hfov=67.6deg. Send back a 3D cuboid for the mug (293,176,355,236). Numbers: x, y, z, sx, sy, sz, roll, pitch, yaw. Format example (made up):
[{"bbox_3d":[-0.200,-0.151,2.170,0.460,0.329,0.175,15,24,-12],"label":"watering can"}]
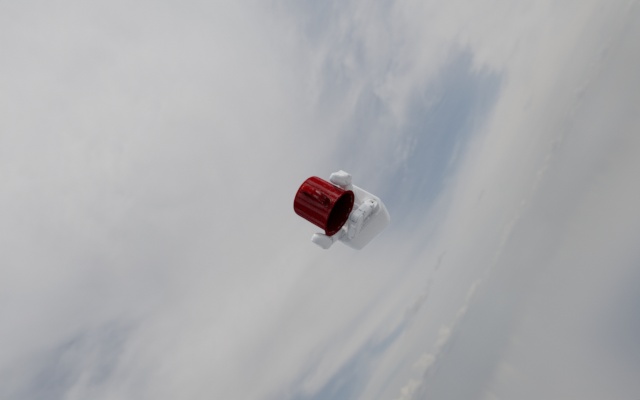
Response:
[{"bbox_3d":[-0.001,0.002,0.868,0.081,0.093,0.117,28,-6,25],"label":"mug"}]
